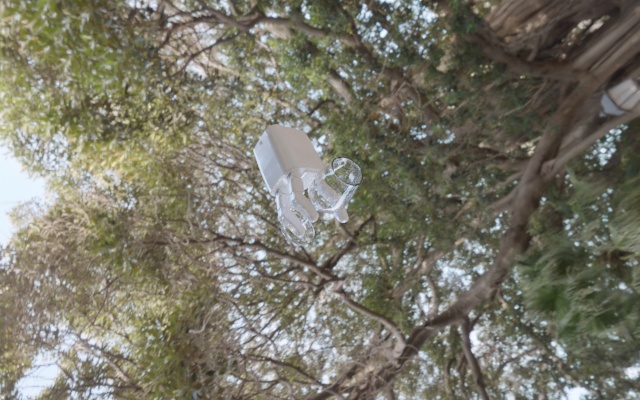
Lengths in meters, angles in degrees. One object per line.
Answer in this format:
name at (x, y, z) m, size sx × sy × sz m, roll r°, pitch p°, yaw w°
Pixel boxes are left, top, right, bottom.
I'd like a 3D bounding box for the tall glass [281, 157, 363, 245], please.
tall glass at (0.000, 0.003, 0.886) m, size 0.079 × 0.079 × 0.201 m, roll 0°, pitch -33°, yaw -34°
